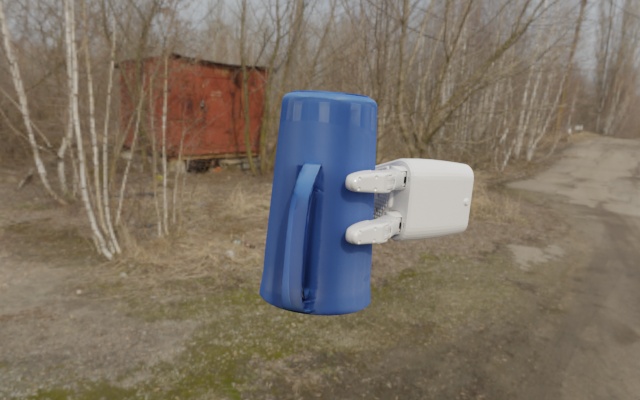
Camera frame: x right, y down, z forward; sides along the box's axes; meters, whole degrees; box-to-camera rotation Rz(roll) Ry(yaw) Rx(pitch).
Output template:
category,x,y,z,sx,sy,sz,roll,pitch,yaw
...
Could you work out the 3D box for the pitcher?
category,x,y,z,sx,sy,sz,roll,pitch,yaw
pitcher,0.000,0.002,0.545,0.145,0.243,0.149,-1,10,-30
